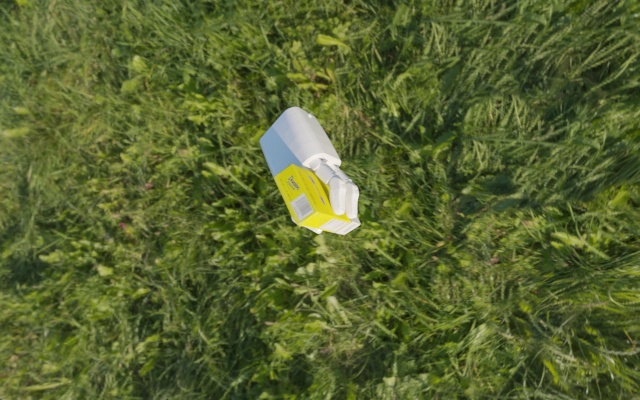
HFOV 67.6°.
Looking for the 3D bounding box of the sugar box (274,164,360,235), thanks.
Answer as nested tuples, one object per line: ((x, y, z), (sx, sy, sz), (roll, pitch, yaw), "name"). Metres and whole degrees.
((0.000, 0.002, 0.797), (0.048, 0.093, 0.176), (-34, -21, 21), "sugar box")
